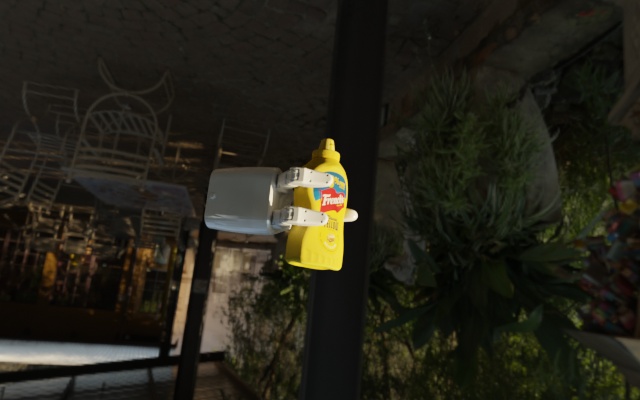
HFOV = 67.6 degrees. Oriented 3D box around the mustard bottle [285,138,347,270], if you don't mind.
[{"bbox_3d":[0.000,0.003,0.700,0.058,0.191,0.096,-4,-15,40],"label":"mustard bottle"}]
